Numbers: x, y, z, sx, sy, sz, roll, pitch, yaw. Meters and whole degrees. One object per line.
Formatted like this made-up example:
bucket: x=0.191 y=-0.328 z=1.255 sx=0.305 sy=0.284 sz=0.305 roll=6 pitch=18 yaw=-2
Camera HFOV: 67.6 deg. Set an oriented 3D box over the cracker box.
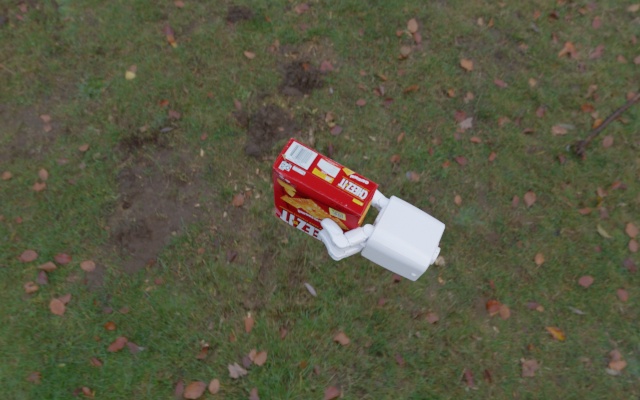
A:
cracker box: x=0.000 y=0.003 z=0.843 sx=0.164 sy=0.072 sz=0.214 roll=29 pitch=-22 yaw=8
